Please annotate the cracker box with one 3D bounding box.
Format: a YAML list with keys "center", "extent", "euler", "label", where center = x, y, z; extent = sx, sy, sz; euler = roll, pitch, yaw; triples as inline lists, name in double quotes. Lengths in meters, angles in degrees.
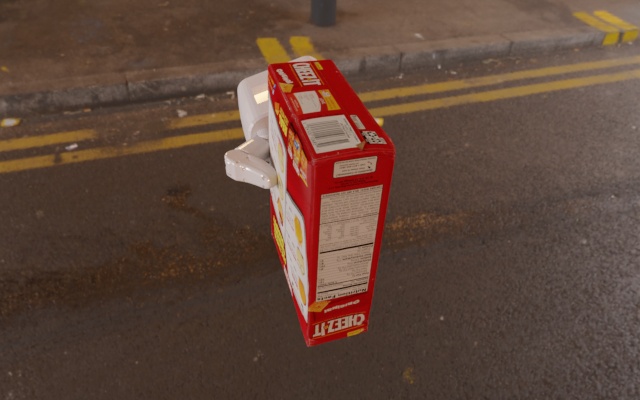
- center: [0.000, 0.001, 0.448]
  extent: [0.072, 0.214, 0.164]
  euler: [-9, 40, -14]
  label: "cracker box"
